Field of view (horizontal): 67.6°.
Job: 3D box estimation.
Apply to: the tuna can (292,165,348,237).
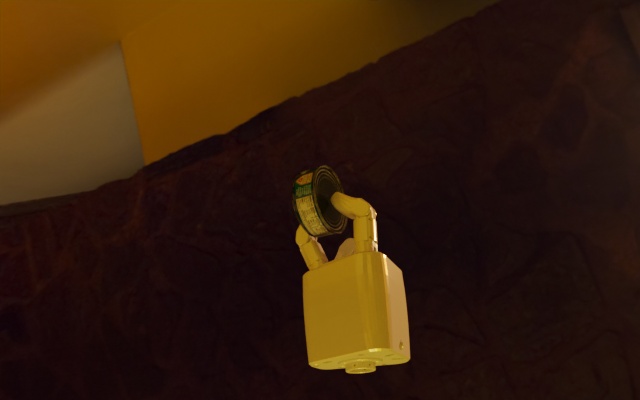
[{"bbox_3d":[0.000,0.002,0.590,0.034,0.086,0.086,-15,-6,25],"label":"tuna can"}]
